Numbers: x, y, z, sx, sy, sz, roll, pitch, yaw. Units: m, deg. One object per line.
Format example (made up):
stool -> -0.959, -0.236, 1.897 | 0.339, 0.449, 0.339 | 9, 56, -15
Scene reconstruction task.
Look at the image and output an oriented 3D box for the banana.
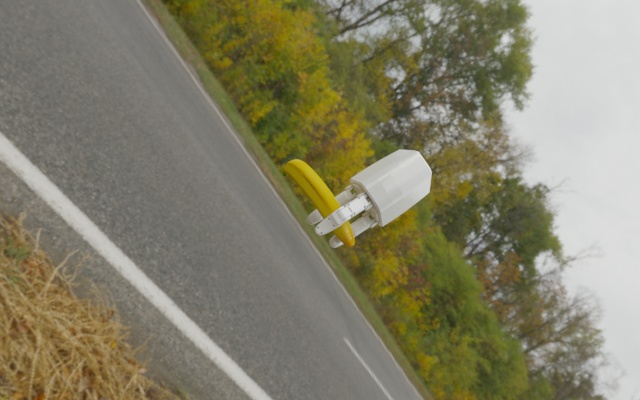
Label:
banana -> -0.005, -0.009, 0.787 | 0.037, 0.197, 0.070 | -35, -30, -10
